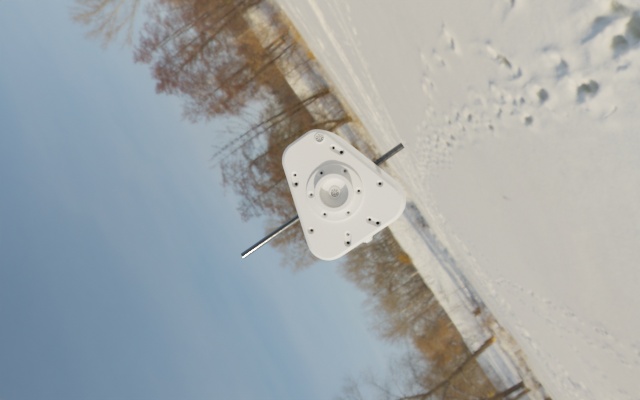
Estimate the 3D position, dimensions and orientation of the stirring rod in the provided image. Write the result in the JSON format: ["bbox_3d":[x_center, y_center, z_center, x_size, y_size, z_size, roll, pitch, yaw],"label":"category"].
[{"bbox_3d":[0.000,0.002,0.585,0.239,0.011,0.011,-35,-6,8],"label":"stirring rod"}]
